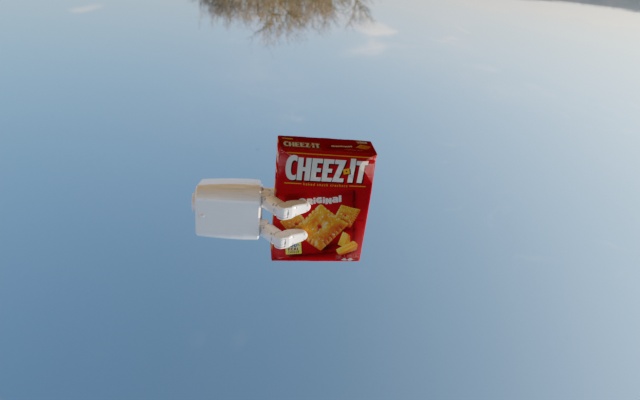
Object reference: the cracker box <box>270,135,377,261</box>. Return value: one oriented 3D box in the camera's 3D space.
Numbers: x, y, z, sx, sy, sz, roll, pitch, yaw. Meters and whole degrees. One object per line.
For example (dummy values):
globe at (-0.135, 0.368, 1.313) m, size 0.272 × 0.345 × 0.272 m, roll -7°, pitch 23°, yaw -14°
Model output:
cracker box at (0.000, 0.003, 0.831) m, size 0.164 × 0.214 × 0.072 m, roll 2°, pitch 27°, yaw -9°
